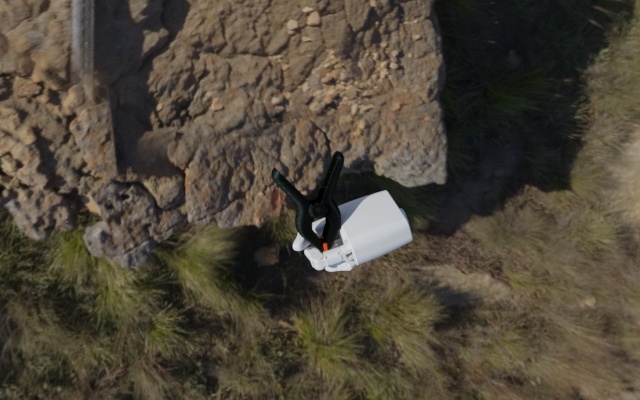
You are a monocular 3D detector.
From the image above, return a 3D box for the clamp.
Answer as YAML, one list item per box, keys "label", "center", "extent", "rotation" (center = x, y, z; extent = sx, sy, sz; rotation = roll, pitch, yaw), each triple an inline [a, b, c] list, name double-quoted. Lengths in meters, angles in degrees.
- label: "clamp"
  center: [0.000, 0.003, 0.788]
  extent: [0.120, 0.171, 0.039]
  rotation: [-21, 26, -4]
